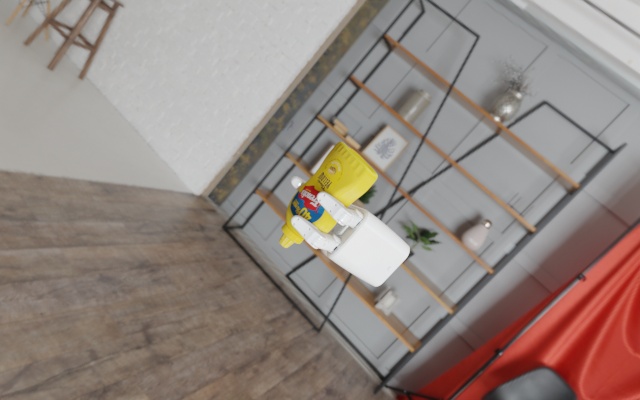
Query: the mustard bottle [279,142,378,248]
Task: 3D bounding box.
[{"bbox_3d":[0.000,0.002,0.770,0.058,0.191,0.096,30,16,-45],"label":"mustard bottle"}]
